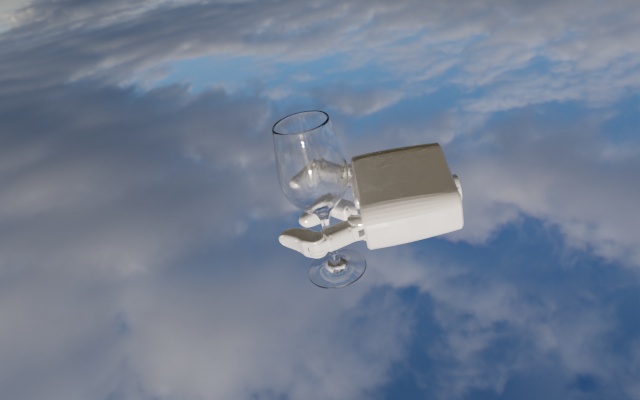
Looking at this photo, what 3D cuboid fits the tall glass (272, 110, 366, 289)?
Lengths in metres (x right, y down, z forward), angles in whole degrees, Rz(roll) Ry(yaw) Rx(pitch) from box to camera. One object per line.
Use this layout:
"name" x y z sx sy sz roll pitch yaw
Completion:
"tall glass" 0.000 0.002 0.548 0.079 0.201 0.079 -11 30 6
